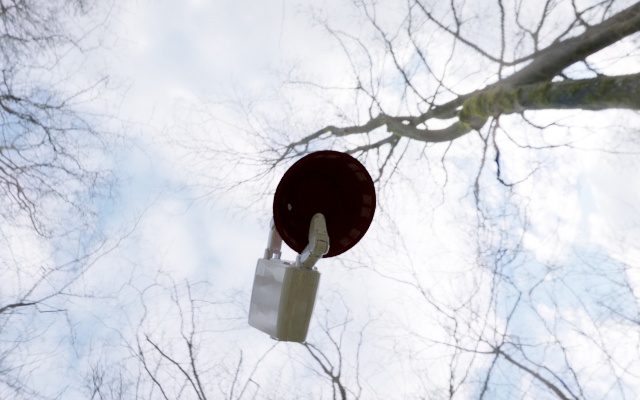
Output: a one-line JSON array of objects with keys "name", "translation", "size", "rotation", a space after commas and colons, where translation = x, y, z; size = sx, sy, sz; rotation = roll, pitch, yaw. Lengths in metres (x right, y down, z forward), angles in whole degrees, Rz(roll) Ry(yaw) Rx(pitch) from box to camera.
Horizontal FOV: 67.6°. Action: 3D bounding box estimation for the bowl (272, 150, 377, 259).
[{"name": "bowl", "translation": [0.001, 0.001, 0.713], "size": [0.162, 0.162, 0.055], "rotation": [0, 12, -21]}]
